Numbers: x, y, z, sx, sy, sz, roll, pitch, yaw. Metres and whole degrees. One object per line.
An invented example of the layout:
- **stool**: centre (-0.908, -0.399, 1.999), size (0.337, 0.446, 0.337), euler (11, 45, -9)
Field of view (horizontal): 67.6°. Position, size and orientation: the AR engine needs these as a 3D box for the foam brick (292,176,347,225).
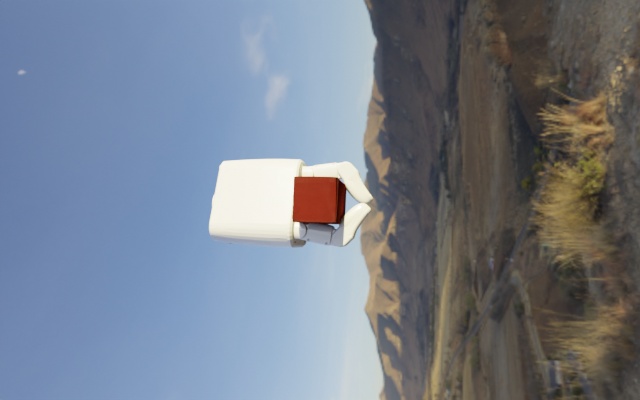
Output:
- **foam brick**: centre (0.000, 0.002, 0.564), size (0.051, 0.053, 0.078), euler (2, -4, 10)
